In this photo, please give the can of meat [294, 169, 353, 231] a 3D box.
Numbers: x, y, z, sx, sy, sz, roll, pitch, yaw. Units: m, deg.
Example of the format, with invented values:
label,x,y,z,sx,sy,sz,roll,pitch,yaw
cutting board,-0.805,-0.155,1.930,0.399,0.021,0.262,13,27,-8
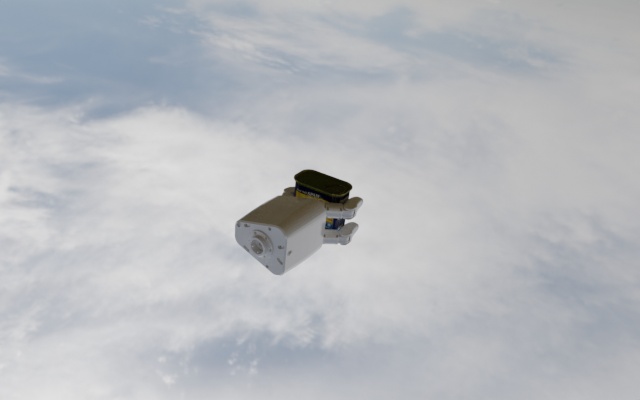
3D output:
label,x,y,z,sx,sy,sz,roll,pitch,yaw
can of meat,0.000,0.003,0.846,0.102,0.084,0.057,21,32,23
